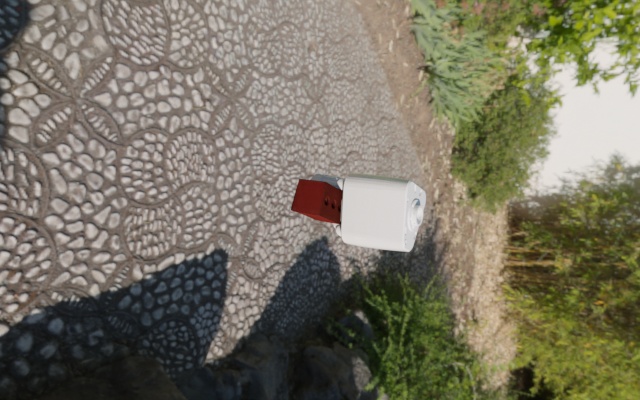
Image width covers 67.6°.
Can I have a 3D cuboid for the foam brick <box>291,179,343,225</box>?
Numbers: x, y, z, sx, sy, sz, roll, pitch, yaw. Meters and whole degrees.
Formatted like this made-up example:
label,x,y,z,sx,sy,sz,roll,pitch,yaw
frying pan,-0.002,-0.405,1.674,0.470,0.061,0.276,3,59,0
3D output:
label,x,y,z,sx,sy,sz,roll,pitch,yaw
foam brick,0.000,0.002,0.747,0.051,0.053,0.078,9,-8,31
